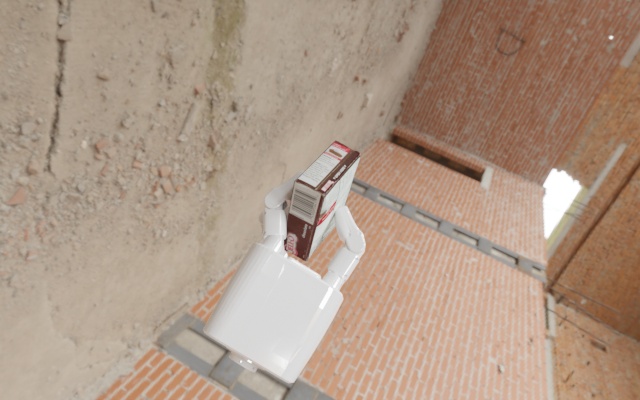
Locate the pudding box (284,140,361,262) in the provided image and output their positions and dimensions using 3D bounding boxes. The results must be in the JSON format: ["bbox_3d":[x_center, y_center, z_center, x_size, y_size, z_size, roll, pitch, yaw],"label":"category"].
[{"bbox_3d":[0.000,0.002,0.543,0.039,0.114,0.090,29,46,12],"label":"pudding box"}]
